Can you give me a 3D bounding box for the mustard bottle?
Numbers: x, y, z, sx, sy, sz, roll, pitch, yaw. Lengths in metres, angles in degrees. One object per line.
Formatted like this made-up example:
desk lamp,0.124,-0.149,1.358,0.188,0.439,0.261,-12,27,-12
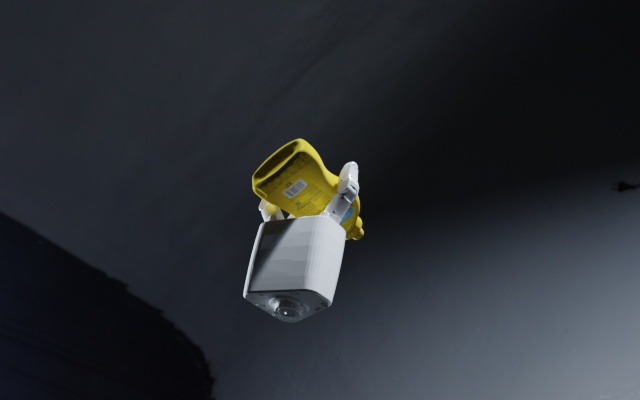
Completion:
mustard bottle,0.000,0.002,0.685,0.096,0.058,0.192,-38,-55,16
